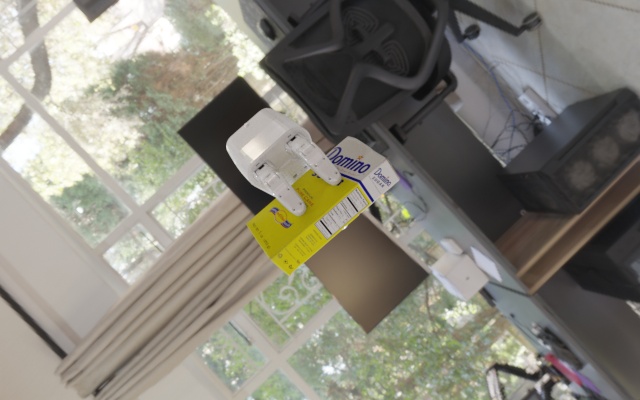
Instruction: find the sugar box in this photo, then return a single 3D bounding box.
[{"bbox_3d":[0.000,0.002,0.582,0.048,0.176,0.093,49,-4,-37],"label":"sugar box"}]
